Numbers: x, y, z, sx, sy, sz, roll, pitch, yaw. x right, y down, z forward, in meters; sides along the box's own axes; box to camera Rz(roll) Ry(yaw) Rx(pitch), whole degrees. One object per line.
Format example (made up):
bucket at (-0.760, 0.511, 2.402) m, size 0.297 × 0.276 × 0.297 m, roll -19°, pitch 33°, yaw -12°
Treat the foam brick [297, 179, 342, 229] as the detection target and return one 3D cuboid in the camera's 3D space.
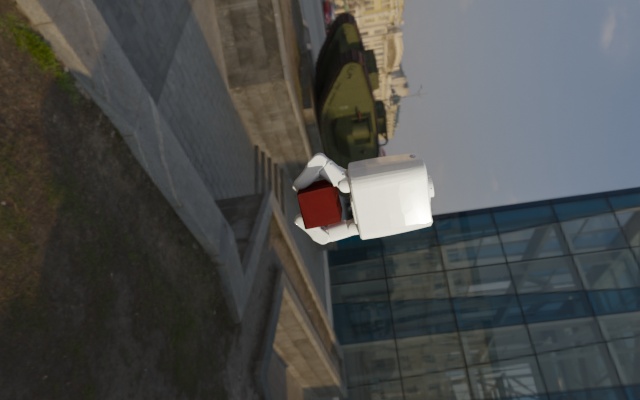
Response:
foam brick at (0.000, 0.002, 0.681) m, size 0.051 × 0.053 × 0.078 m, roll -12°, pitch 12°, yaw 6°
